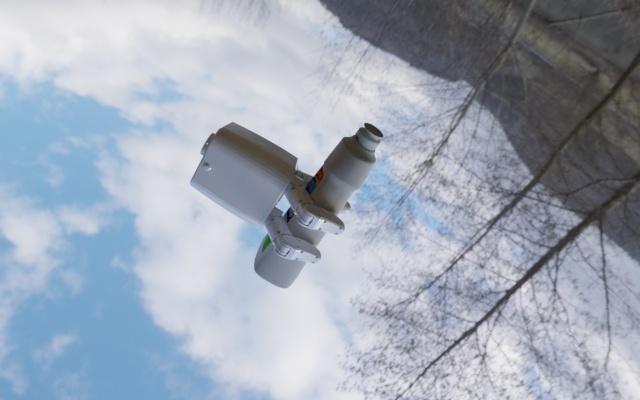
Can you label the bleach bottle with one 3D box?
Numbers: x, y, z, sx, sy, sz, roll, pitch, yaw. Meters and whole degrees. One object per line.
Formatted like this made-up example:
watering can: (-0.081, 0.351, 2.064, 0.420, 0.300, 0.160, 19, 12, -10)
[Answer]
bleach bottle: (0.000, 0.002, 0.629, 0.068, 0.251, 0.102, 31, 29, -8)
